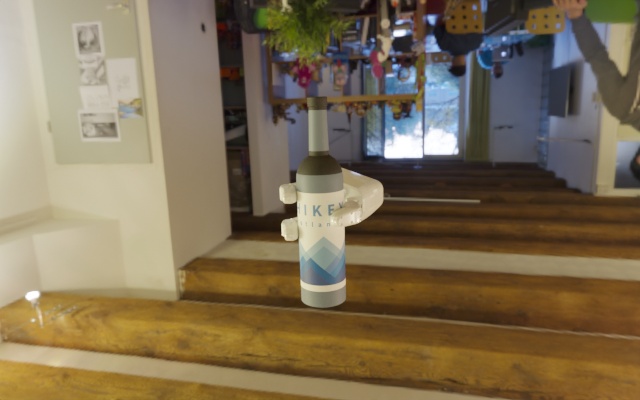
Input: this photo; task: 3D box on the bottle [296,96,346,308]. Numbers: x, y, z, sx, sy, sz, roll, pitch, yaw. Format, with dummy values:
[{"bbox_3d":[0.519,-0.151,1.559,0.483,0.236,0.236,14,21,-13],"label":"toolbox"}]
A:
[{"bbox_3d":[0.000,0.003,0.683,0.069,0.296,0.069,-2,12,0],"label":"bottle"}]
